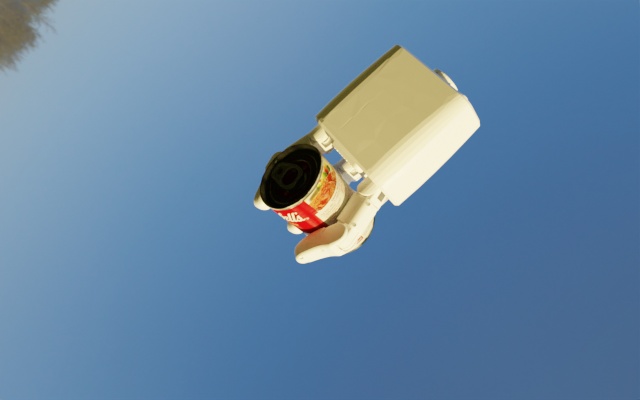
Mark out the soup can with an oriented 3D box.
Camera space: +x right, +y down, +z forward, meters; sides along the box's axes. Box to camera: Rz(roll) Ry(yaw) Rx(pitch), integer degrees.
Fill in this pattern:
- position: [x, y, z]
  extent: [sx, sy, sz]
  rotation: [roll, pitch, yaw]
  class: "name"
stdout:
- position: [0.000, 0.002, 0.457]
  extent: [0.068, 0.068, 0.102]
  rotation: [0, -28, 38]
  class: "soup can"
